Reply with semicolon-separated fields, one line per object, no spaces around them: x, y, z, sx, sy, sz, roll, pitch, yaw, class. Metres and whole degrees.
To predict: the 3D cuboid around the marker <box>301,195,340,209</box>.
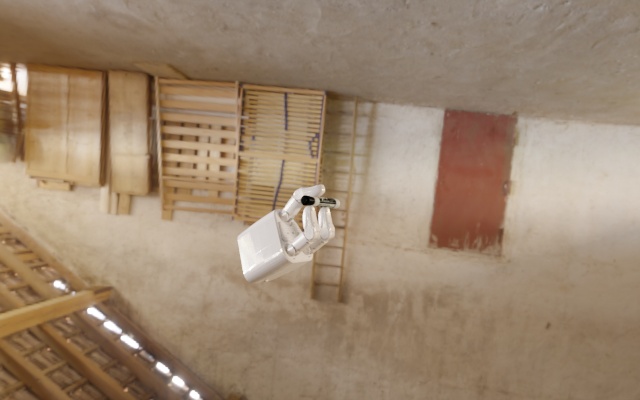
0.000;0.003;0.877;0.020;0.020;0.121;0;-3;30;marker
